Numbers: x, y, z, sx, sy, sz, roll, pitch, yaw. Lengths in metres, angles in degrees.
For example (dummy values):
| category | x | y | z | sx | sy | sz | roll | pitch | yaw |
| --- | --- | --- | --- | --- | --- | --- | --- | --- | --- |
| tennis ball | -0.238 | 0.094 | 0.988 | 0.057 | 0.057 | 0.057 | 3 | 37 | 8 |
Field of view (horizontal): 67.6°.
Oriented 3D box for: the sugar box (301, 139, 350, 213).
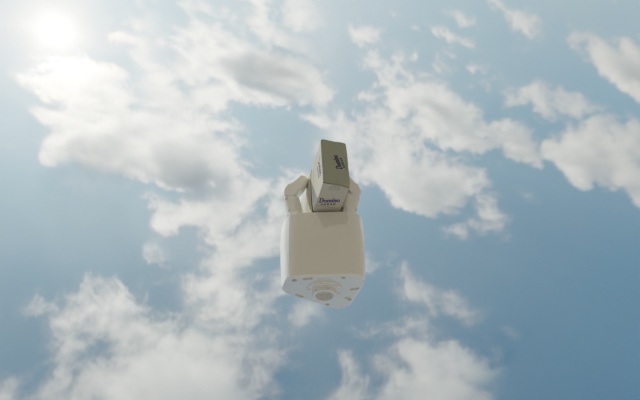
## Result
| category | x | y | z | sx | sy | sz | roll | pitch | yaw |
| --- | --- | --- | --- | --- | --- | --- | --- | --- | --- |
| sugar box | 0.001 | 0.003 | 0.736 | 0.048 | 0.093 | 0.176 | 10 | -43 | -13 |
